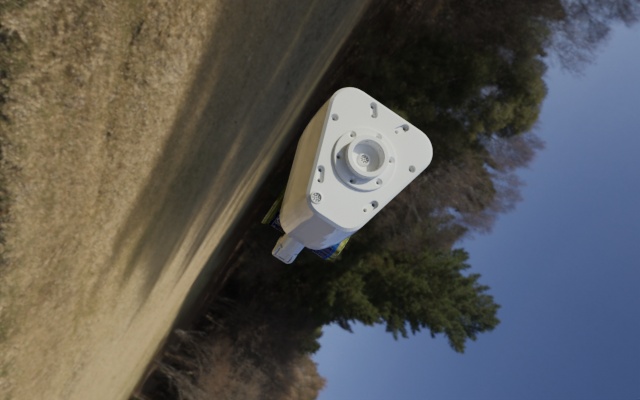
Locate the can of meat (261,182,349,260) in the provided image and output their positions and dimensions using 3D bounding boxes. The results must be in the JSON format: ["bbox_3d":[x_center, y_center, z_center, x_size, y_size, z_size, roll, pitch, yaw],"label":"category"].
[{"bbox_3d":[0.000,0.002,0.511,0.084,0.102,0.057,33,-20,-5],"label":"can of meat"}]
